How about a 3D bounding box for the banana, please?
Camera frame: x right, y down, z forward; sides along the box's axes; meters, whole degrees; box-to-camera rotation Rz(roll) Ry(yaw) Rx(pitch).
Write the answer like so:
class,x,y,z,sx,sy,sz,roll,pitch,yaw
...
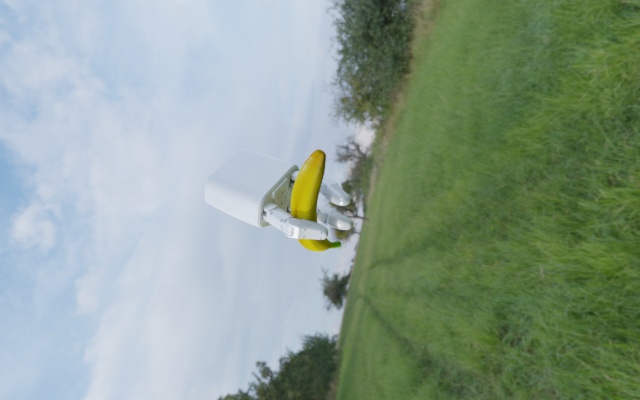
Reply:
class,x,y,z,sx,sy,sz,roll,pitch,yaw
banana,-0.013,0.015,0.694,0.069,0.198,0.037,-37,51,-25
